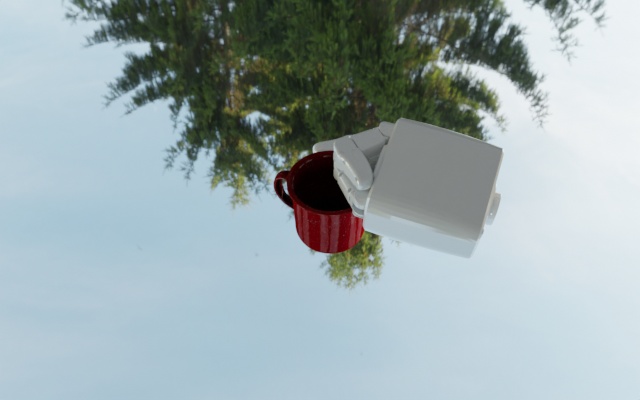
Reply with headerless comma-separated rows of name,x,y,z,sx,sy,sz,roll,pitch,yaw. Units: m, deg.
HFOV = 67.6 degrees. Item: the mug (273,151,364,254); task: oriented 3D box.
mug,-0.001,0.002,0.534,0.117,0.093,0.082,18,-38,15
